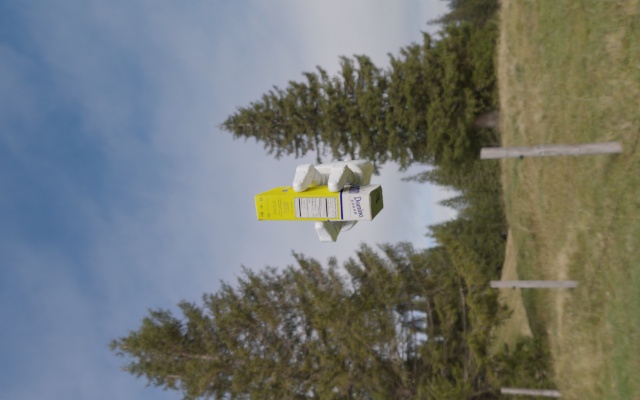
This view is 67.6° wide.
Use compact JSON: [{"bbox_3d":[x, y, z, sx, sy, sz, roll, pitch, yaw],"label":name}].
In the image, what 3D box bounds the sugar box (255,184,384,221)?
[{"bbox_3d":[0.000,0.002,0.721,0.176,0.048,0.093,-3,10,18],"label":"sugar box"}]
